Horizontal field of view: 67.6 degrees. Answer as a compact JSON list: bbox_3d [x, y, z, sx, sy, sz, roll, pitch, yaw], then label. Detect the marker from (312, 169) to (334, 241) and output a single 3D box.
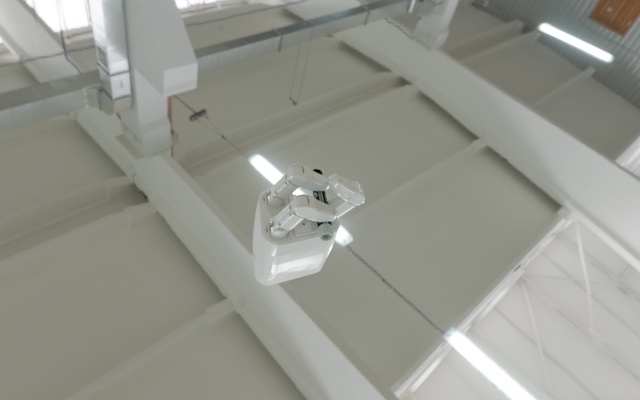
[{"bbox_3d":[0.000,0.002,0.644,0.020,0.121,0.020,-6,-42,-5],"label":"marker"}]
